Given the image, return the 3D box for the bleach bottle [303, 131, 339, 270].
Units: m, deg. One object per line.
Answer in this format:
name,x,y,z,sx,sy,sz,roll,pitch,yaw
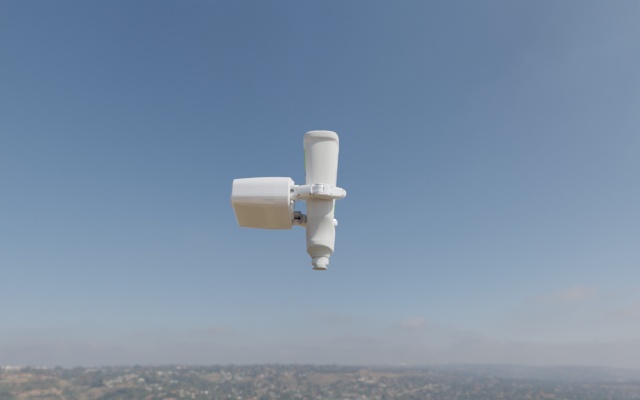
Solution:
bleach bottle,0.000,0.003,0.900,0.068,0.250,0.103,0,-18,3
